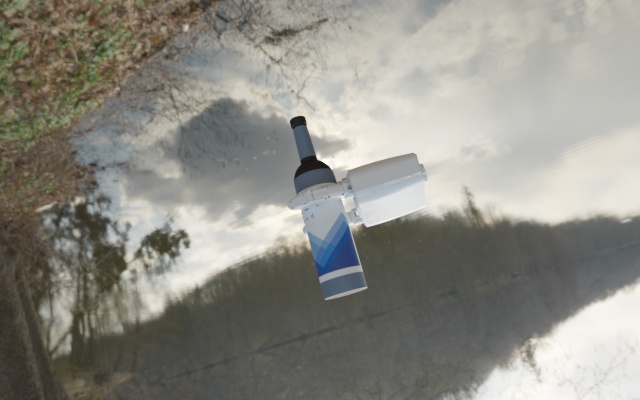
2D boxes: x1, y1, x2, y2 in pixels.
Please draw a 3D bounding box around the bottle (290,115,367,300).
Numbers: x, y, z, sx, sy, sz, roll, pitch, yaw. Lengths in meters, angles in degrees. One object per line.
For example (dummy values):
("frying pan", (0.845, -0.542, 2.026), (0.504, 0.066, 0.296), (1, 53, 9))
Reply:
("bottle", (0.000, 0.003, 0.750), (0.069, 0.295, 0.069), (-15, -15, -4))
